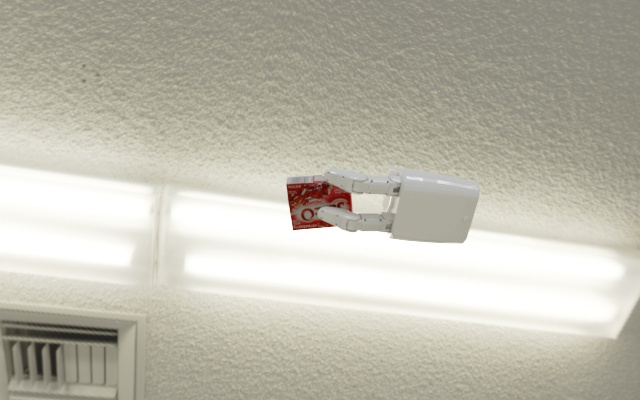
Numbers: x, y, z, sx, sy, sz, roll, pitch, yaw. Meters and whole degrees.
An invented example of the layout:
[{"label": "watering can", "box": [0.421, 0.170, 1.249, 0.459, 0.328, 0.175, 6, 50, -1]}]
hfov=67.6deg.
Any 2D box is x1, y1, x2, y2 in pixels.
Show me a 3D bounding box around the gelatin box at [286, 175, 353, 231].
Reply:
[{"label": "gelatin box", "box": [0.000, 0.002, 0.669, 0.089, 0.073, 0.030, -4, 25, 4]}]
